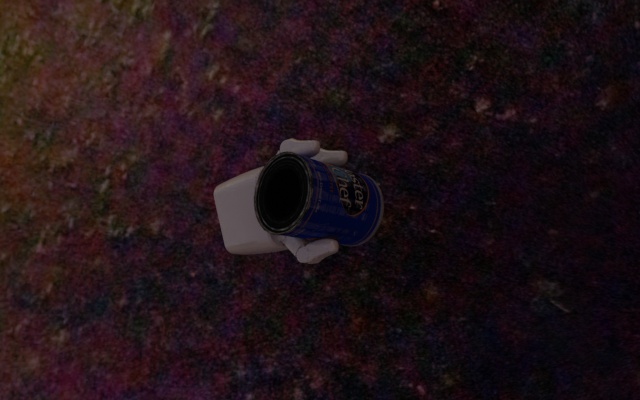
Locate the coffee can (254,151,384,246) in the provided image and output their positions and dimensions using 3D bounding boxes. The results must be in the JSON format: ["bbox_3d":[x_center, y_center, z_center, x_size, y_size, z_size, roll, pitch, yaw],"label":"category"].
[{"bbox_3d":[0.000,0.002,0.619,0.103,0.103,0.140,0,-9,44],"label":"coffee can"}]
